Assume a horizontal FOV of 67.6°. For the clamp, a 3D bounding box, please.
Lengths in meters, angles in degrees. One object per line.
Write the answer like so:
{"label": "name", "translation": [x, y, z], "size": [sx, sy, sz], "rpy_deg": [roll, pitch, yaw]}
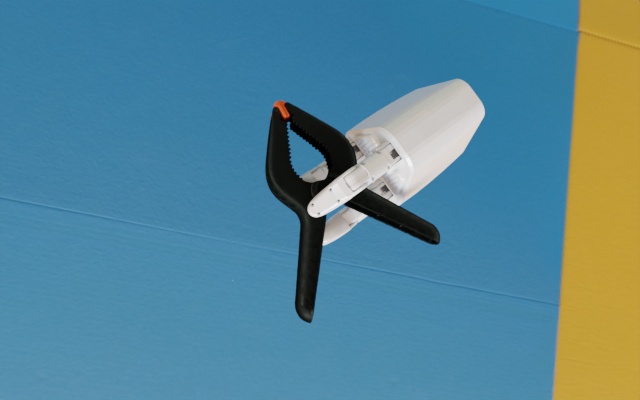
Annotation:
{"label": "clamp", "translation": [0.000, 0.001, 0.470], "size": [0.164, 0.210, 0.036], "rpy_deg": [-36, -1, -16]}
